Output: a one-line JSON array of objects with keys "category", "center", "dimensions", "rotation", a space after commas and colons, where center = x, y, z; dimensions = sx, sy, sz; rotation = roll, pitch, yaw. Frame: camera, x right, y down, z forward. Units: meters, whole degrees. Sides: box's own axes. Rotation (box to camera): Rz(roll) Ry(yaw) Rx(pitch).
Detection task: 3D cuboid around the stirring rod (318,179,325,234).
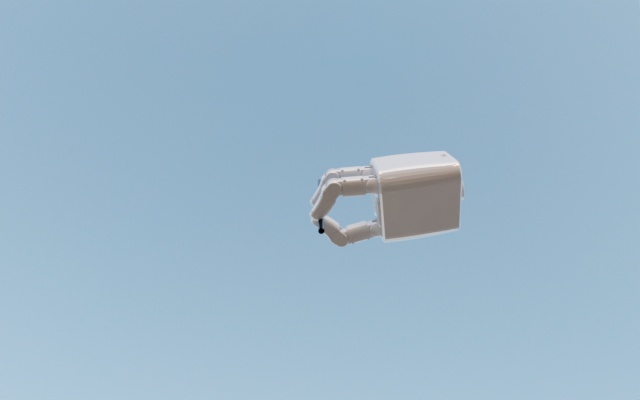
[{"category": "stirring rod", "center": [0.000, 0.002, 0.701], "dimensions": [0.011, 0.011, 0.239], "rotation": [0, 17, 0]}]
